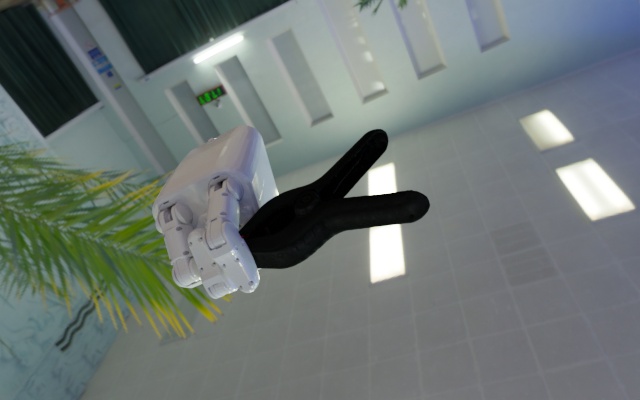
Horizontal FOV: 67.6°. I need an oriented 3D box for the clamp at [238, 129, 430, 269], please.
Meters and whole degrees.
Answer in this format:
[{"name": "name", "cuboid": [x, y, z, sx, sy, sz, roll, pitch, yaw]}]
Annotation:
[{"name": "clamp", "cuboid": [0.000, 0.002, 0.404, 0.171, 0.039, 0.120, -22, 30, 14]}]
